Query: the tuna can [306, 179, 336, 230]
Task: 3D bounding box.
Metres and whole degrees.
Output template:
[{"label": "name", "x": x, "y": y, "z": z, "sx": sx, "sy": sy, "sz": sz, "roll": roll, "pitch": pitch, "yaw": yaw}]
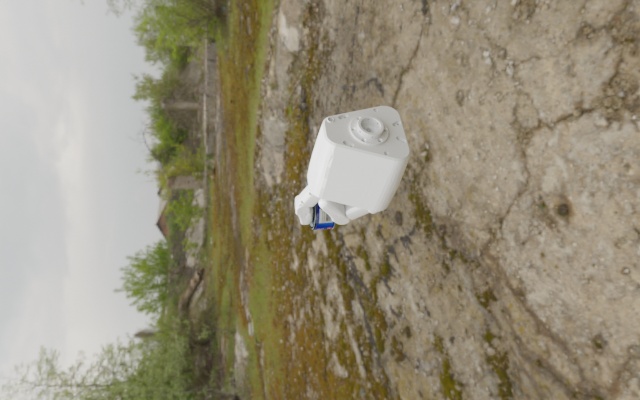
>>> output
[{"label": "tuna can", "x": 0.000, "y": 0.002, "z": 0.734, "sx": 0.034, "sy": 0.086, "sz": 0.086, "roll": -4, "pitch": 1, "yaw": -11}]
